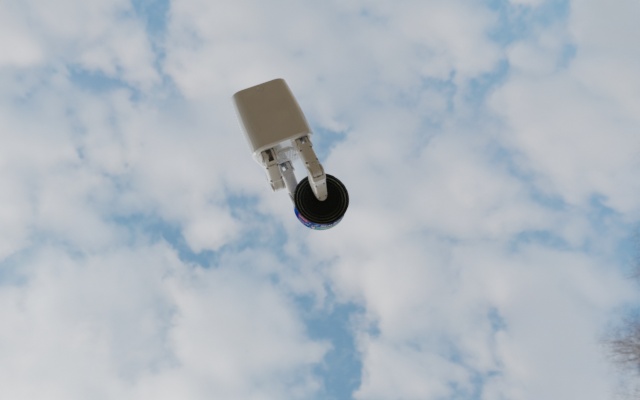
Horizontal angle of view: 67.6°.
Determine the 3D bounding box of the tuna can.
[{"bbox_3d":[0.000,0.003,0.744,0.086,0.086,0.034,0,-22,-7],"label":"tuna can"}]
